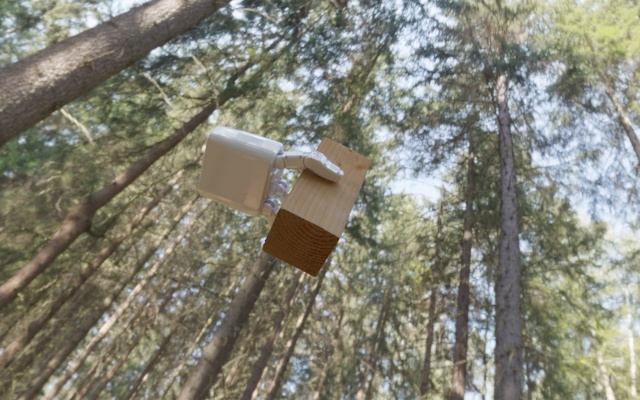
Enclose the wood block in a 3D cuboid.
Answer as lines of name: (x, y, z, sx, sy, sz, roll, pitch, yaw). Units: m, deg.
wood block: (0.000, 0.002, 0.725, 0.090, 0.091, 0.206, 27, 39, 0)
